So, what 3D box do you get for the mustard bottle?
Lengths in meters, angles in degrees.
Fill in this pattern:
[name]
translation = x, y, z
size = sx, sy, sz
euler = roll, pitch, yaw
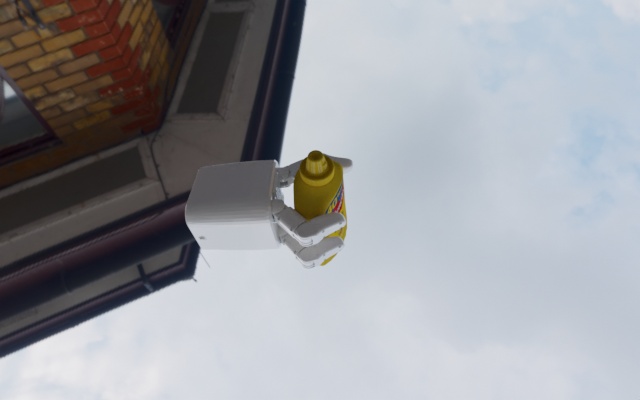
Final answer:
[mustard bottle]
translation = 0.000, 0.002, 0.619
size = 0.058, 0.096, 0.192
euler = 18, -31, 16
